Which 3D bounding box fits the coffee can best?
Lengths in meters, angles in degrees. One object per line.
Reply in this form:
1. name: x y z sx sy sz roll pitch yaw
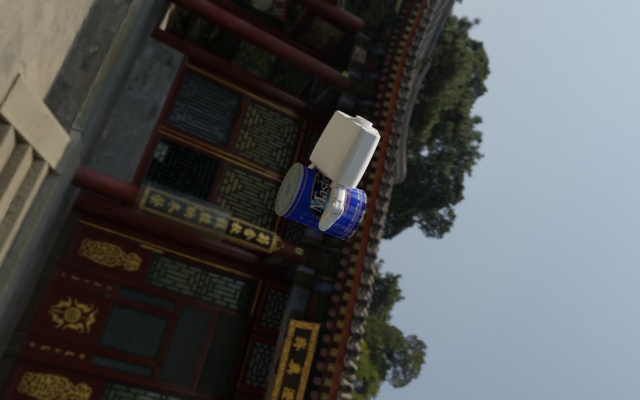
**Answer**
1. coffee can: 0.000 0.003 0.892 0.140 0.103 0.103 22 -8 -20
